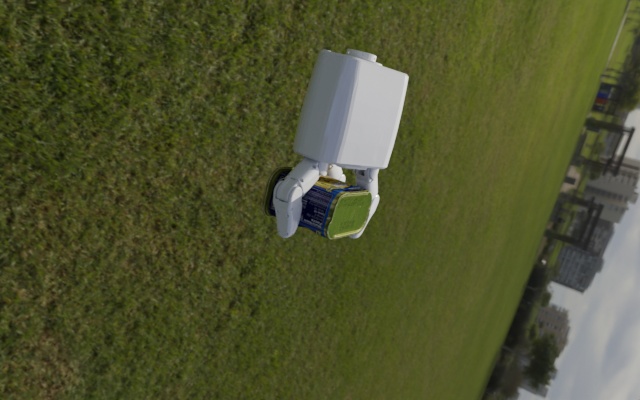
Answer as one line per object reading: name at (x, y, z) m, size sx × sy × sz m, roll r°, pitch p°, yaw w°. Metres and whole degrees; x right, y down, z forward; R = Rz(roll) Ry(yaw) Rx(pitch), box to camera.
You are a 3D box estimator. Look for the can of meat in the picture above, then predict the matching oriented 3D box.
can of meat at (0.000, 0.002, 0.530) m, size 0.084 × 0.057 × 0.102 m, roll 21°, pitch 13°, yaw 27°
